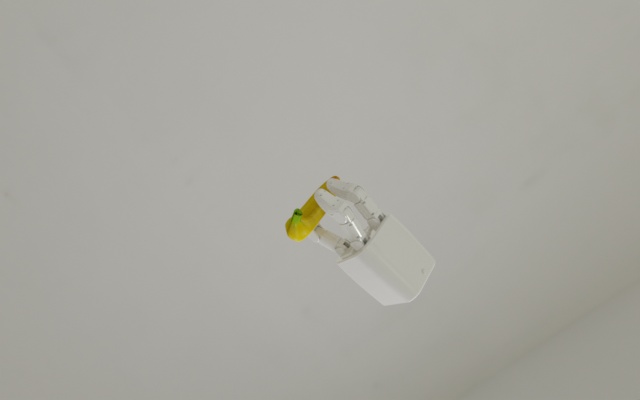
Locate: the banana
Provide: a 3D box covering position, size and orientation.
[{"bbox_3d":[-0.012,0.016,0.719,0.037,0.070,0.197,40,24,1],"label":"banana"}]
